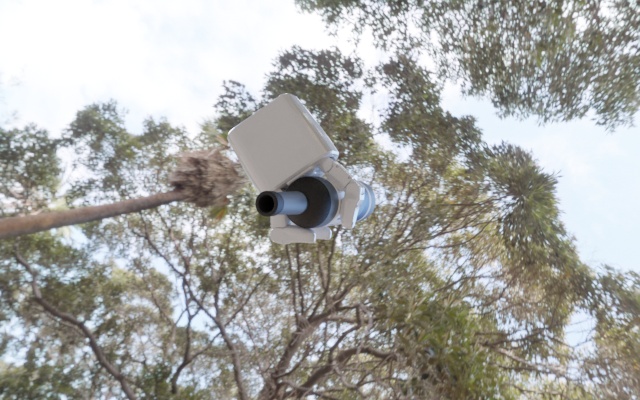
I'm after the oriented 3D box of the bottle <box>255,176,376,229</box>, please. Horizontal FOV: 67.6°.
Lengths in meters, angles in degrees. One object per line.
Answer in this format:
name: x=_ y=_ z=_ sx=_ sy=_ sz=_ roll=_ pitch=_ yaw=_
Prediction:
bottle: x=0.000 y=0.002 z=0.637 sx=0.069 sy=0.069 sz=0.296 roll=0 pitch=1 yaw=23
